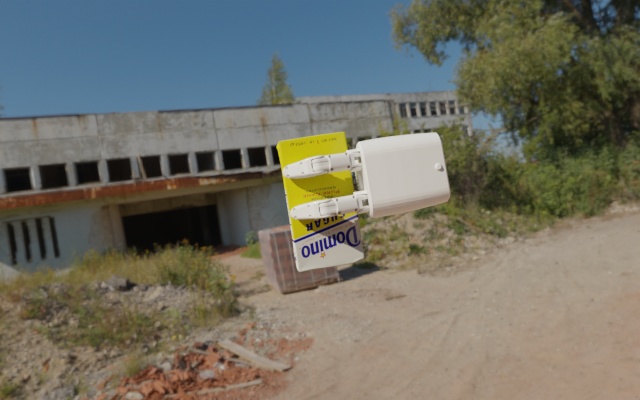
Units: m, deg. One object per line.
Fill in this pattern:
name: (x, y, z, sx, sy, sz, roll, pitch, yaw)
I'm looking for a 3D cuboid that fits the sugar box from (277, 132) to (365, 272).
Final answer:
sugar box: (0.000, 0.002, 0.647, 0.093, 0.176, 0.048, -10, -1, -6)
